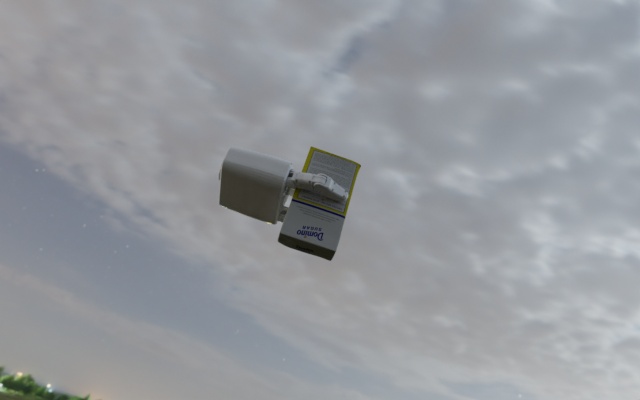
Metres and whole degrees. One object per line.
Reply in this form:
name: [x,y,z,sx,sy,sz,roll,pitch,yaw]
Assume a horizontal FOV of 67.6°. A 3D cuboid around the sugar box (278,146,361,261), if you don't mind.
sugar box: [0.000,0.003,0.780,0.093,0.176,0.048,19,-29,0]
